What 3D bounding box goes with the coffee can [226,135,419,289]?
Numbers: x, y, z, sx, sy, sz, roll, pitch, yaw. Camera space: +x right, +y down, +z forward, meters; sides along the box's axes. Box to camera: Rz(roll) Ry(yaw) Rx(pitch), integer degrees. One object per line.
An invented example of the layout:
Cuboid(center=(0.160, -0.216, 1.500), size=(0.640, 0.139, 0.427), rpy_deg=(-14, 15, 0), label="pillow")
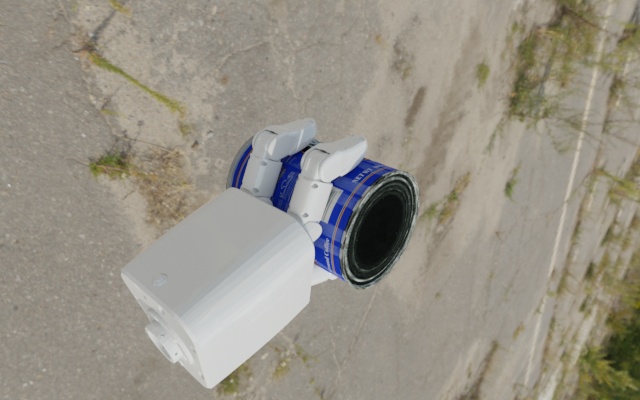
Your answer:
Cuboid(center=(0.000, 0.001, 0.423), size=(0.140, 0.103, 0.103), rpy_deg=(25, 15, 36), label="coffee can")
